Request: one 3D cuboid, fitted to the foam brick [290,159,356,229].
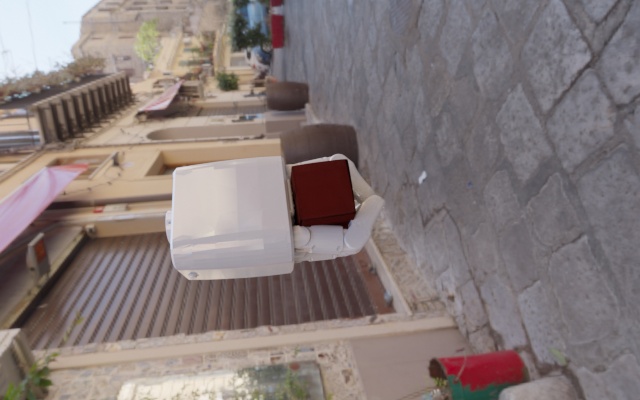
[{"bbox_3d":[0.000,0.001,0.451,0.051,0.053,0.078,-6,-18,-7],"label":"foam brick"}]
